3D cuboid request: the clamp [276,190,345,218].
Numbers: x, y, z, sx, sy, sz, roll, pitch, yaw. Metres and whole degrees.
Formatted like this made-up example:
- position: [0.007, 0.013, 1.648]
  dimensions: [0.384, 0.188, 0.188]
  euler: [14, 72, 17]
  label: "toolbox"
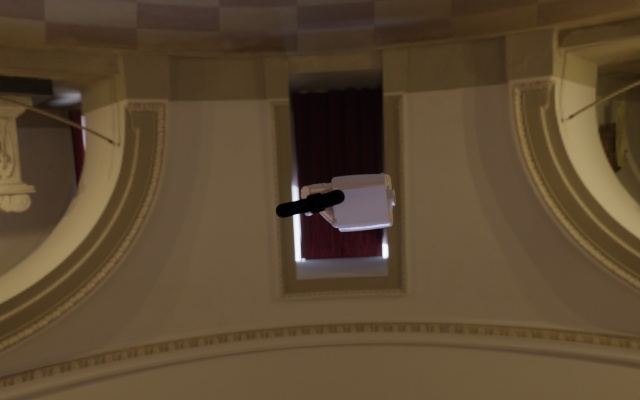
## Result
- position: [0.000, 0.003, 0.874]
  dimensions: [0.120, 0.039, 0.171]
  euler: [-8, 3, 16]
  label: "clamp"
